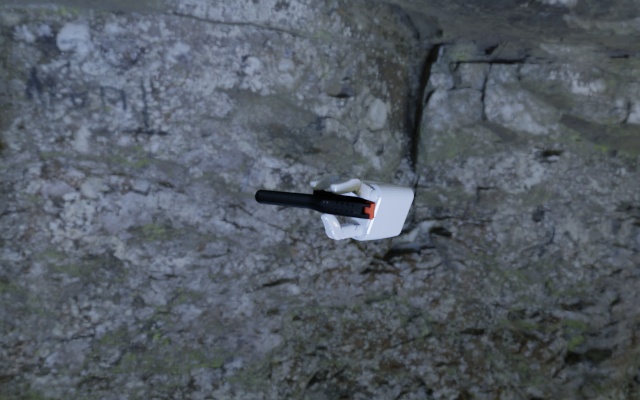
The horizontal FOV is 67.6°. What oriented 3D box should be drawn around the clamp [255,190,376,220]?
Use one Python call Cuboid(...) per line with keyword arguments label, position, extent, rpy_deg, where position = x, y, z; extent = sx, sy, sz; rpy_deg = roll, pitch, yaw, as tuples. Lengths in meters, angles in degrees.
Cuboid(label="clamp", position=(0.001, 0.004, 0.829), extent=(0.164, 0.036, 0.210), rpy_deg=(-4, 12, -42))
